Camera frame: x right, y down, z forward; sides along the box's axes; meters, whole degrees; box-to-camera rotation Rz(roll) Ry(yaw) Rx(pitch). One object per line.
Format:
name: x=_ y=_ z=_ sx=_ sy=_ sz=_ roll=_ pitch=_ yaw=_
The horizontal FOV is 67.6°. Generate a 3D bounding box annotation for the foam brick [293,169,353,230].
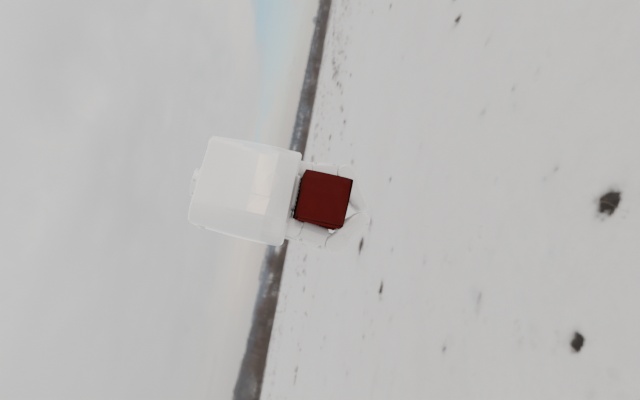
foam brick: x=0.000 y=0.002 z=0.526 sx=0.051 sy=0.053 sz=0.078 roll=13 pitch=-8 yaw=-5
